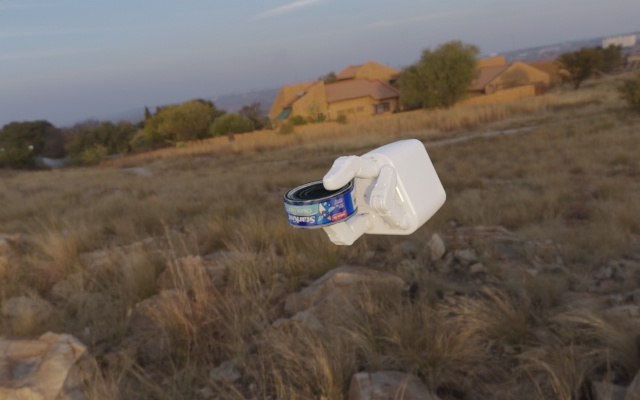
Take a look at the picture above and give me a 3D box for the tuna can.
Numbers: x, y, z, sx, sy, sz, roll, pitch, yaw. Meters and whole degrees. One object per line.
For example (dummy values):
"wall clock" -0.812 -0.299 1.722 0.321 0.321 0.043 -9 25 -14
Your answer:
"tuna can" 0.000 0.001 0.568 0.086 0.034 0.086 -11 17 3
